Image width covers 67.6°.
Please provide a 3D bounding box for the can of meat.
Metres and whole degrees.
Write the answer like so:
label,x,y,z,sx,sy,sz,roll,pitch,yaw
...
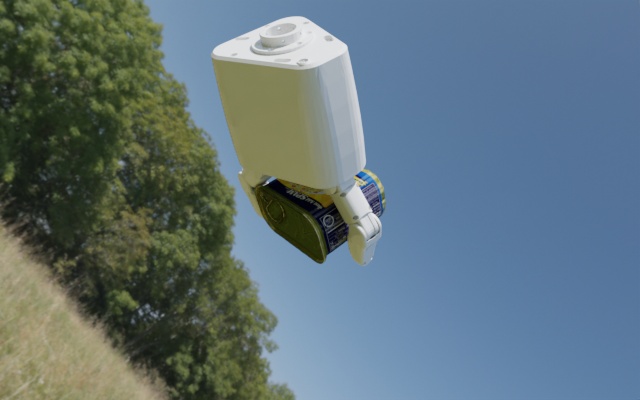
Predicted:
label,x,y,z,sx,sy,sz,roll,pitch,yaw
can of meat,0.000,0.001,0.463,0.084,0.057,0.102,-34,40,-25
